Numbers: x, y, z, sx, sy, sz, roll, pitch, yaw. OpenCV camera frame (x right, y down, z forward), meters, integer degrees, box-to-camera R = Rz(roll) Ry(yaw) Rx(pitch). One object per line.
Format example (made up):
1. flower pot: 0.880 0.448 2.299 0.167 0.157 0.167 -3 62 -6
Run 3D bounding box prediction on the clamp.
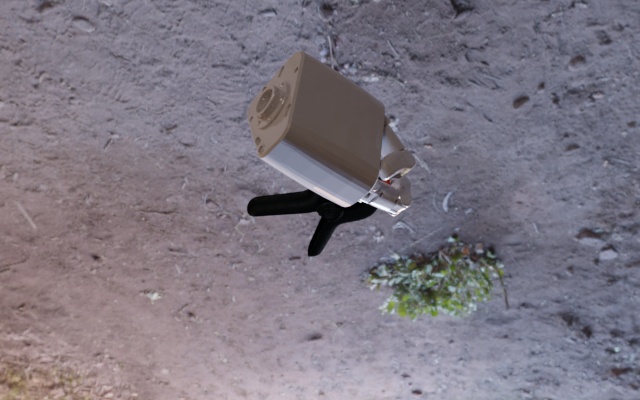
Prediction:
1. clamp: 0.000 0.002 0.551 0.120 0.039 0.171 27 -49 -31
